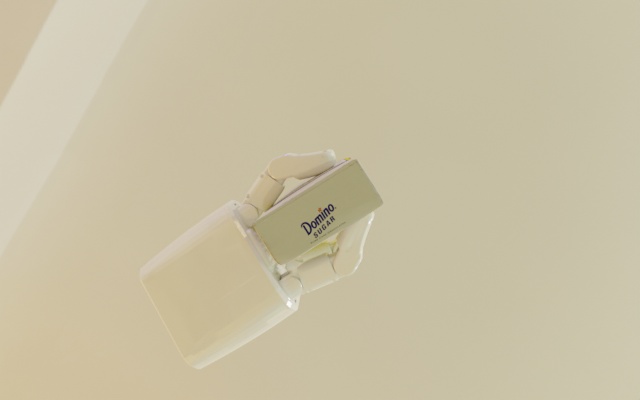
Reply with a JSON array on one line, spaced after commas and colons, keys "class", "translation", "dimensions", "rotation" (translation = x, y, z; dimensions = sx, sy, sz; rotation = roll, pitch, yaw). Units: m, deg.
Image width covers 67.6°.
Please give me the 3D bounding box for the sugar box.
[{"class": "sugar box", "translation": [0.000, 0.002, 0.431], "dimensions": [0.093, 0.048, 0.176], "rotation": [-32, 7, 5]}]
